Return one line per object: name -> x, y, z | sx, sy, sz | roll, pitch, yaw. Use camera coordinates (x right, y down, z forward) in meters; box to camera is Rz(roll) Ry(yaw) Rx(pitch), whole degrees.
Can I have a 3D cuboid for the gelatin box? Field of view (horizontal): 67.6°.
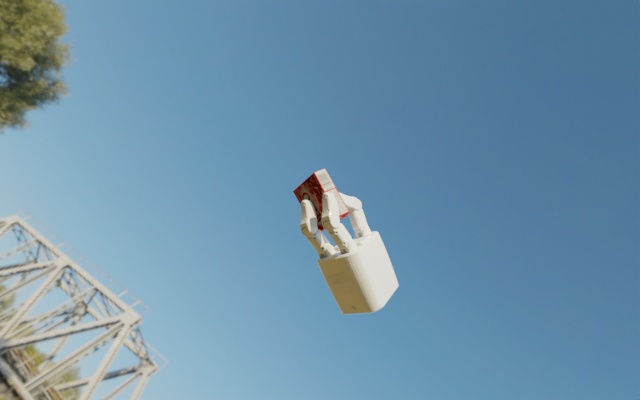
gelatin box -> 0.000, 0.002, 0.809 | 0.030, 0.089, 0.073 | -22, -11, -40
